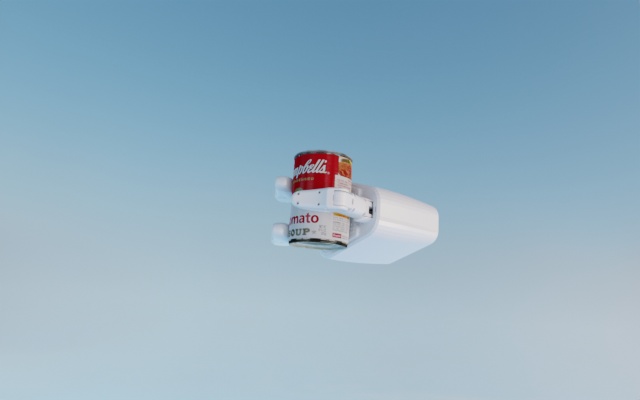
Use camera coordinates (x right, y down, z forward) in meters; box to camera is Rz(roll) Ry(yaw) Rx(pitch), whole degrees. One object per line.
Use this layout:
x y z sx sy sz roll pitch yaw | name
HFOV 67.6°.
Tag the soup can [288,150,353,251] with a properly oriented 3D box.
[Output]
0.000 0.002 0.540 0.068 0.102 0.068 4 -13 1 | soup can
